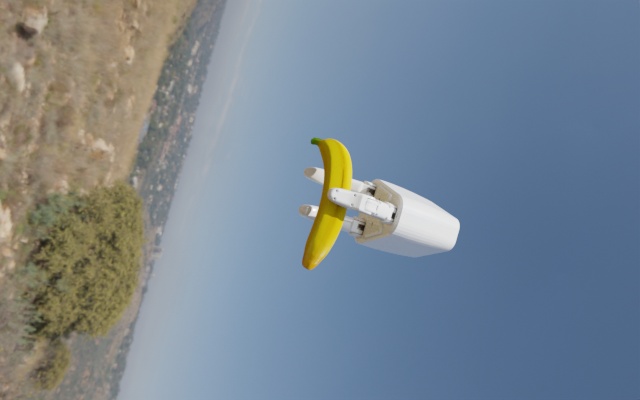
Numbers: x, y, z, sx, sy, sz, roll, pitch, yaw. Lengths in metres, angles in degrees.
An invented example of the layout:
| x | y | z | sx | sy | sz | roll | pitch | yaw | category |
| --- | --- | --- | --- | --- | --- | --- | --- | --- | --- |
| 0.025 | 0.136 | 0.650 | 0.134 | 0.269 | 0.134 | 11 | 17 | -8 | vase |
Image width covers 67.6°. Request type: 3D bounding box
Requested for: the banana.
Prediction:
| x | y | z | sx | sy | sz | roll | pitch | yaw | category |
| --- | --- | --- | --- | --- | --- | --- | --- | --- | --- |
| 0.011 | -0.007 | 0.634 | 0.037 | 0.197 | 0.070 | 21 | -30 | -30 | banana |
